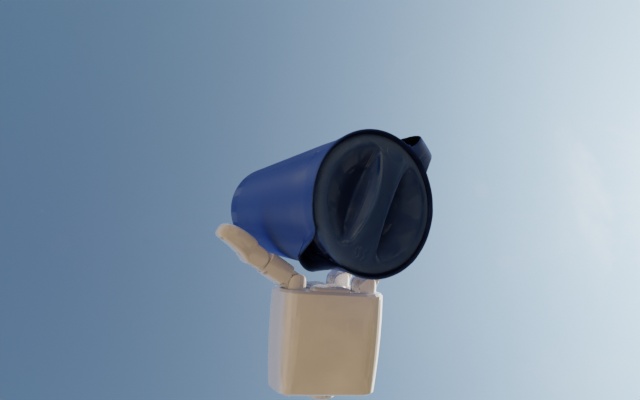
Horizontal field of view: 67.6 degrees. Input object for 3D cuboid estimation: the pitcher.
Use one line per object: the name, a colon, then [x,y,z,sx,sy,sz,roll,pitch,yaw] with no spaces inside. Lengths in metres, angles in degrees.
pitcher: [0.000,0.002,0.522,0.149,0.145,0.243,7,-5,-30]
